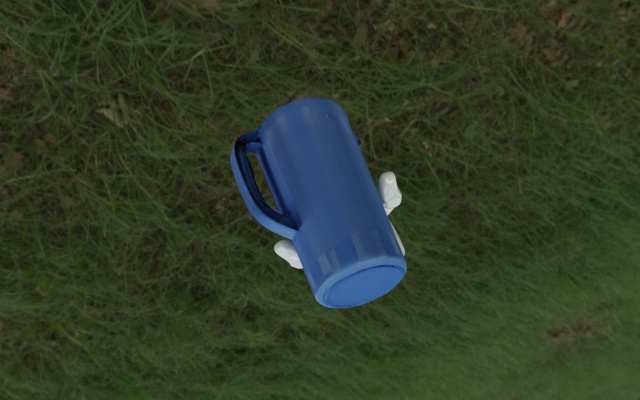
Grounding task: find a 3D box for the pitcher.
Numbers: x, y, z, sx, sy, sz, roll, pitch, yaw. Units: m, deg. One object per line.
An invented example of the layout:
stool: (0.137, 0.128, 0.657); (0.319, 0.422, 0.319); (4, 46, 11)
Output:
pitcher: (0.000, 0.002, 0.579); (0.149, 0.242, 0.145); (-28, -34, 9)
